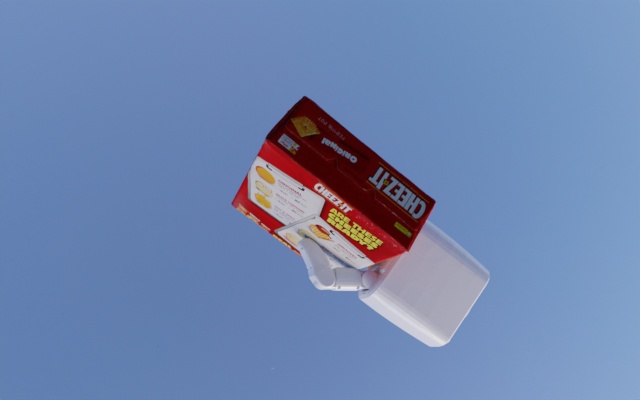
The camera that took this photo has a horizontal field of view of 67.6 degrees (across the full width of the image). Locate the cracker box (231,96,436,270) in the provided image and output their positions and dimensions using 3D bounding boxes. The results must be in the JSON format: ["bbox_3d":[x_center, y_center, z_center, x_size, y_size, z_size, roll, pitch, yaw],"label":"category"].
[{"bbox_3d":[0.000,0.002,0.526,0.164,0.072,0.214,38,-24,-5],"label":"cracker box"}]
